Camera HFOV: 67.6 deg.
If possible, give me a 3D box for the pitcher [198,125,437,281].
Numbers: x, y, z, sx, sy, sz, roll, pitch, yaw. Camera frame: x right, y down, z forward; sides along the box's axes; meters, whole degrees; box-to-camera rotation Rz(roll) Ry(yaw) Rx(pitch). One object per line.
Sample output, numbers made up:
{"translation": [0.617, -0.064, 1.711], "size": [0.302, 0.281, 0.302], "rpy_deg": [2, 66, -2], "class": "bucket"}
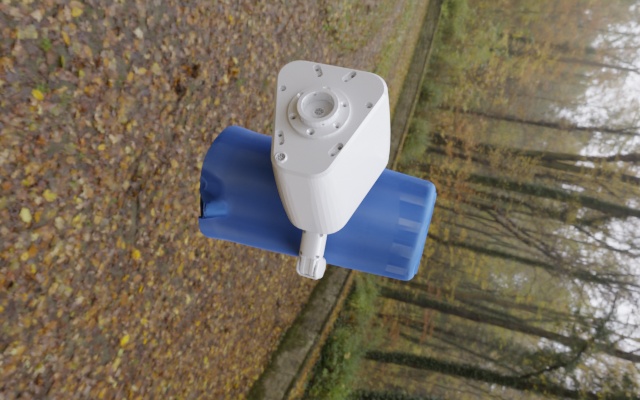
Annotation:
{"translation": [0.000, 0.002, 0.538], "size": [0.243, 0.149, 0.145], "rpy_deg": [14, -23, 12], "class": "pitcher"}
